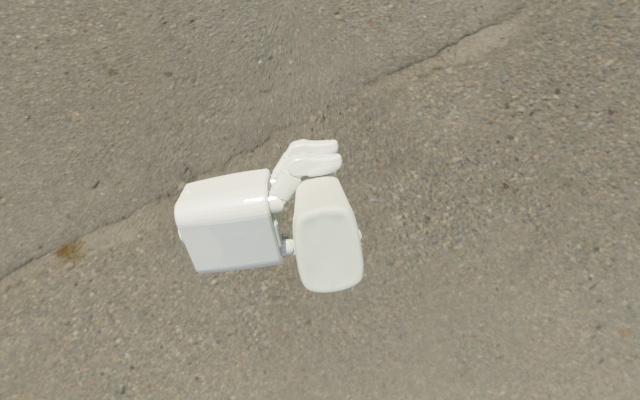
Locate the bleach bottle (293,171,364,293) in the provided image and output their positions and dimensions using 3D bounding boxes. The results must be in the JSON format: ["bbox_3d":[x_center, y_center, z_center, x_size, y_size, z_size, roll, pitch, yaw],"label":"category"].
[{"bbox_3d":[0.000,0.002,0.589,0.068,0.103,0.250,-9,23,0],"label":"bleach bottle"}]
